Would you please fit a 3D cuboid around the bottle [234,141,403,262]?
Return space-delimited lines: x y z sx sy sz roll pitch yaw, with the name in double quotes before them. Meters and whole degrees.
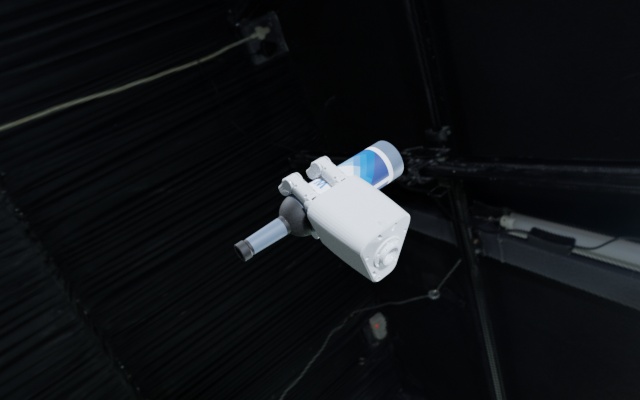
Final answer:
"bottle" 0.000 0.002 0.722 0.295 0.069 0.069 -32 15 -26
